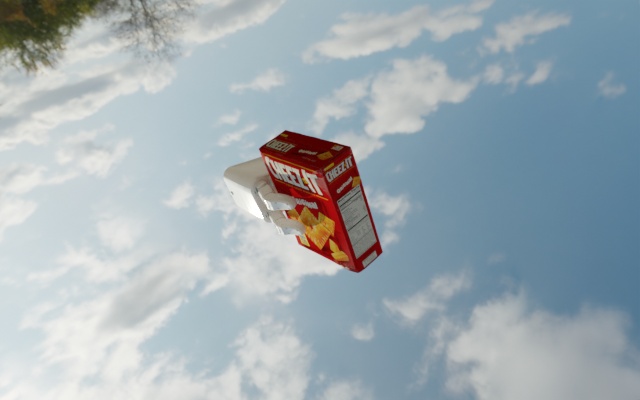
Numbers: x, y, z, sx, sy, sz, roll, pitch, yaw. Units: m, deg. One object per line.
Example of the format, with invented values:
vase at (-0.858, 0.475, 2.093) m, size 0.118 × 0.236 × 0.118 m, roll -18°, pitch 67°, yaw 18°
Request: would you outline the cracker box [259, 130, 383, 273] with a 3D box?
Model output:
cracker box at (0.000, 0.003, 0.790) m, size 0.072 × 0.214 × 0.164 m, roll -39°, pitch 37°, yaw -26°
